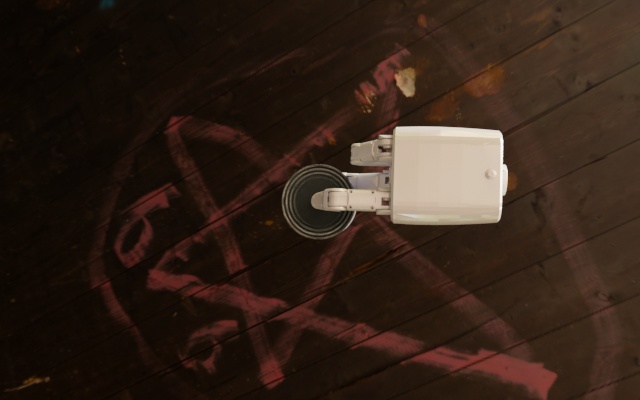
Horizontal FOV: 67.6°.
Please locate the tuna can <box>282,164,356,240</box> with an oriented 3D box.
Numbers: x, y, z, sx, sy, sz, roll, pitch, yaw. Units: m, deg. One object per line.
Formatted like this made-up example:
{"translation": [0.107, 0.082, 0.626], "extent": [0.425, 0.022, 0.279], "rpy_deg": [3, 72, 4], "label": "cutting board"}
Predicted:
{"translation": [0.000, 0.002, 0.558], "extent": [0.086, 0.086, 0.034], "rpy_deg": [0, -1, 9], "label": "tuna can"}
